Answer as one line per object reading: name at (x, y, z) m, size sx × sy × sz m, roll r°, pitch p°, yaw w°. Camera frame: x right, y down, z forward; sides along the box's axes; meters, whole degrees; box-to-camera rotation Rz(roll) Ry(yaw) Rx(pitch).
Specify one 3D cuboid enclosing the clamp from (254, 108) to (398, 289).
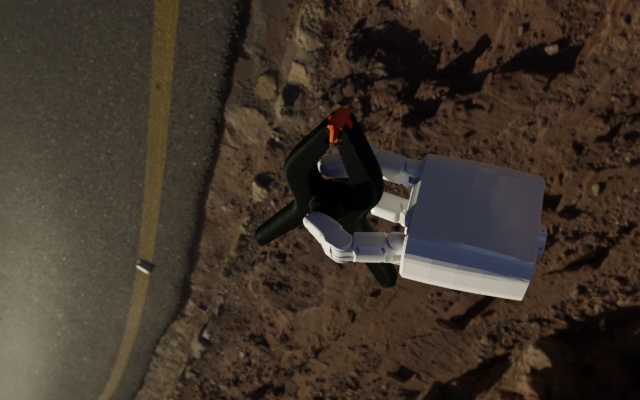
clamp at (0.000, 0.002, 0.467) m, size 0.164 × 0.210 × 0.036 m, roll 11°, pitch 46°, yaw 15°
